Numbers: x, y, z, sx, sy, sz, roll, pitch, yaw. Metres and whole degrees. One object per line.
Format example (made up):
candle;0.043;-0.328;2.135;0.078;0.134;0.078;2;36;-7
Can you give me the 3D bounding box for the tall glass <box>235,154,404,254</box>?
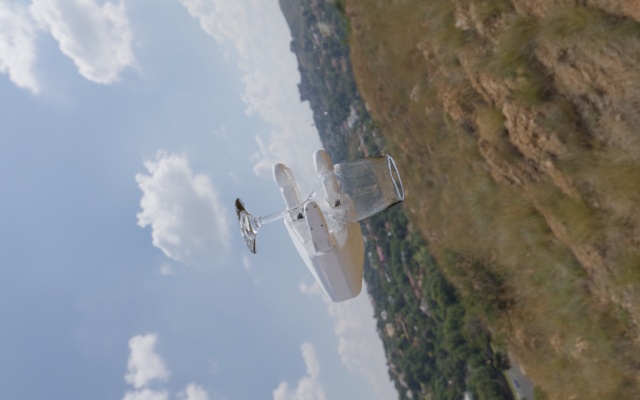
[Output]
tall glass;-0.001;0.002;0.600;0.201;0.079;0.079;-18;-1;3
